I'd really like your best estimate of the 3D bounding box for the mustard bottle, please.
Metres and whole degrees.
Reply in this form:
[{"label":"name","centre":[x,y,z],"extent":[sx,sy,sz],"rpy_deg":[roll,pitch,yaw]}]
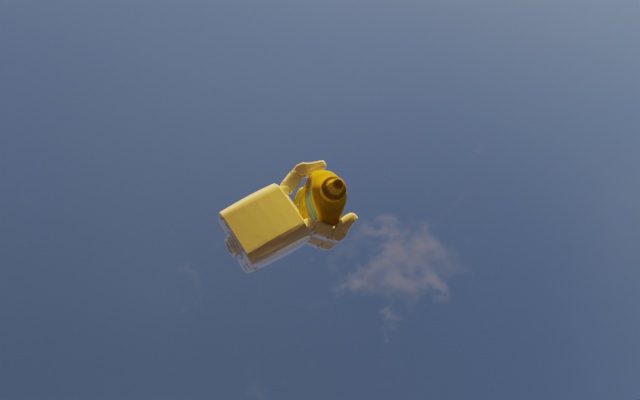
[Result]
[{"label":"mustard bottle","centre":[0.000,0.003,0.804],"extent":[0.058,0.096,0.192],"rpy_deg":[-2,-16,-17]}]
